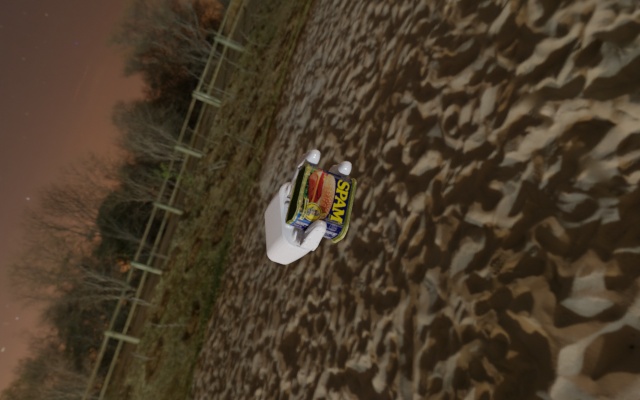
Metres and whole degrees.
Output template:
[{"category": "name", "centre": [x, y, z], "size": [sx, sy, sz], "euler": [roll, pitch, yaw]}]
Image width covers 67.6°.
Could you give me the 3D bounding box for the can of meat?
[{"category": "can of meat", "centre": [0.000, 0.002, 0.728], "size": [0.084, 0.102, 0.057], "euler": [19, -24, -16]}]
